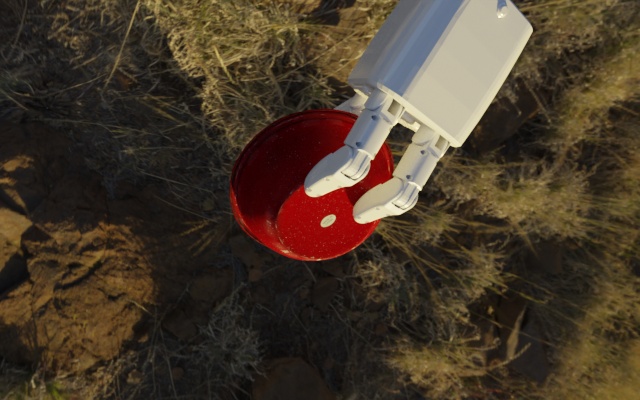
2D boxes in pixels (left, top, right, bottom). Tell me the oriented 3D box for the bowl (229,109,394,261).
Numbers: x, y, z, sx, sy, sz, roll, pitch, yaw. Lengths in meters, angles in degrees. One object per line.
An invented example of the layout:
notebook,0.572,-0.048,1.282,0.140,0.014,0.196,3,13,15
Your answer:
bowl,0.000,0.003,0.438,0.162,0.162,0.055,0,34,-16
